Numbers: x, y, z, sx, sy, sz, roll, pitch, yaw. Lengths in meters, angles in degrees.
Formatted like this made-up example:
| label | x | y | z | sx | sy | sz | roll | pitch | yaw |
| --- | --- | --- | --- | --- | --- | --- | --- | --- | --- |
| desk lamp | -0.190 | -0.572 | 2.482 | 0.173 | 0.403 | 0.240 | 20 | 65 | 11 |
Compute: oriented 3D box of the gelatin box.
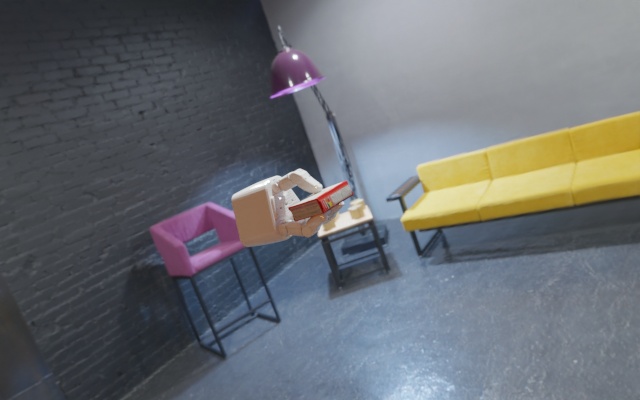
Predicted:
| label | x | y | z | sx | sy | sz | roll | pitch | yaw |
| --- | --- | --- | --- | --- | --- | --- | --- | --- | --- |
| gelatin box | 0.000 | 0.002 | 0.796 | 0.073 | 0.030 | 0.089 | -30 | 7 | -37 |
